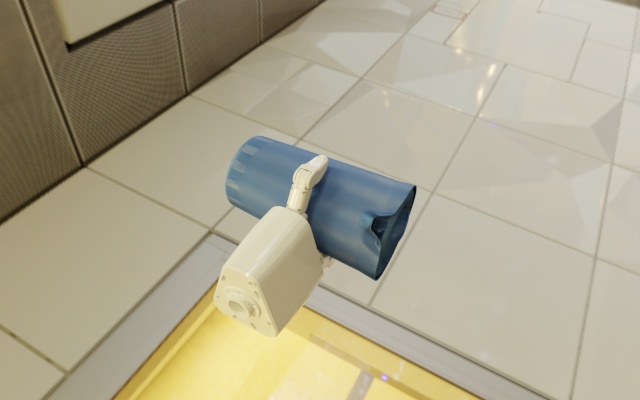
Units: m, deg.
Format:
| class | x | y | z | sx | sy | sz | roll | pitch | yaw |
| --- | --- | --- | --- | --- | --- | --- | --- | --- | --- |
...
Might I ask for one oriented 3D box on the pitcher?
| class | x | y | z | sx | sy | sz | roll | pitch | yaw |
| --- | --- | --- | --- | --- | --- | --- | --- | --- | --- |
| pitcher | 0.000 | 0.002 | 0.657 | 0.243 | 0.149 | 0.145 | 23 | 46 | 17 |
